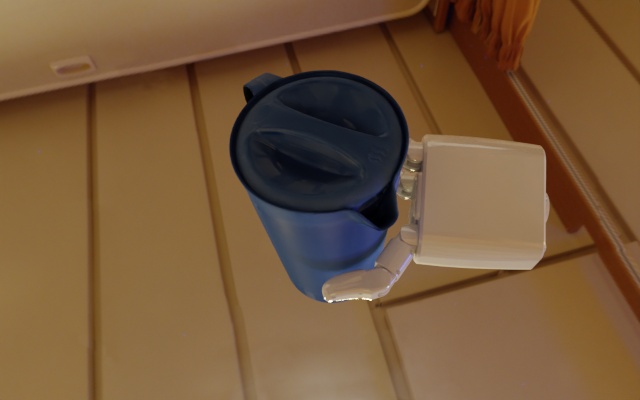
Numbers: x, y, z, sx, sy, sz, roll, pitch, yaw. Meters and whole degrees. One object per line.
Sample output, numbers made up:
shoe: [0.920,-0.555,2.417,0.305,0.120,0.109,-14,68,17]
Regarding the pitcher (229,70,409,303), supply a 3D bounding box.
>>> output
pitcher: [0.000,0.002,0.454,0.145,0.149,0.243,5,-30,7]
